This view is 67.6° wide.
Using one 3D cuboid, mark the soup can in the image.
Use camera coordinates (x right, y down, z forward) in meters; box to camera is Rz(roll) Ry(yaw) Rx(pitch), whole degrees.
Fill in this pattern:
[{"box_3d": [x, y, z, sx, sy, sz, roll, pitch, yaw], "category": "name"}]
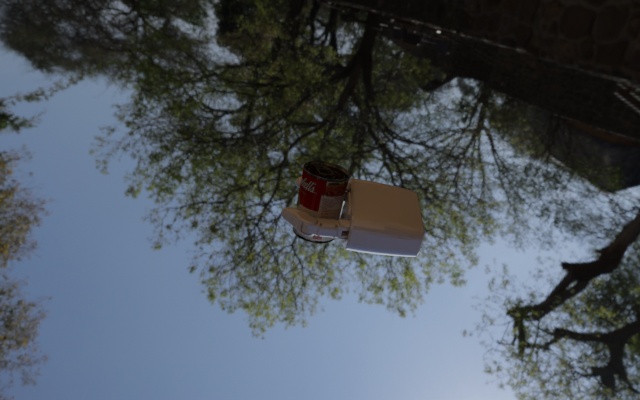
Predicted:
[{"box_3d": [0.000, 0.003, 0.692, 0.068, 0.102, 0.068, 10, 24, -4], "category": "soup can"}]
